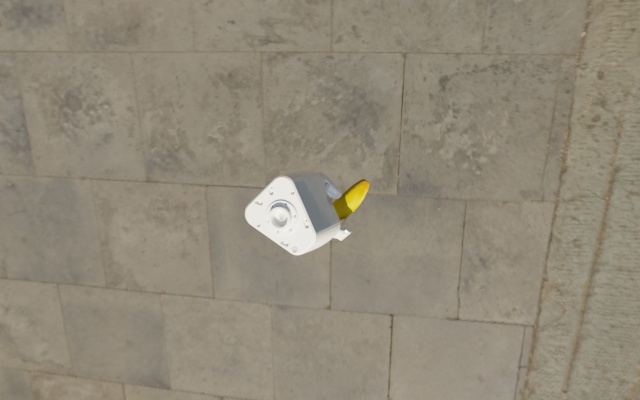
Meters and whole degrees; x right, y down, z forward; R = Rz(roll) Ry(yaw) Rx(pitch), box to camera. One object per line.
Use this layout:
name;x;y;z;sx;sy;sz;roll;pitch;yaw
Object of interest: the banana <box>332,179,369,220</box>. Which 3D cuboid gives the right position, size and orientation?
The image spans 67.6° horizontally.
banana;0.001;0.022;0.850;0.198;0.069;0.037;-18;-13;24
